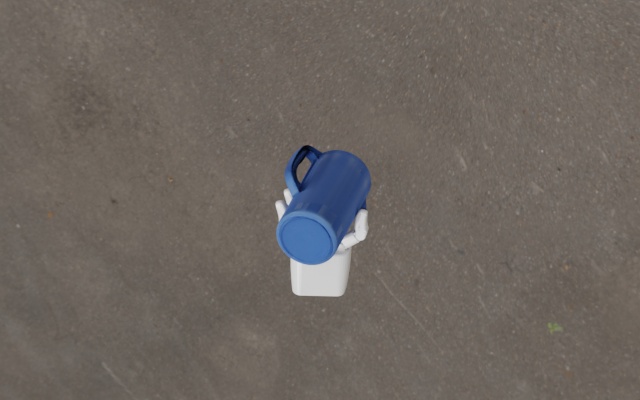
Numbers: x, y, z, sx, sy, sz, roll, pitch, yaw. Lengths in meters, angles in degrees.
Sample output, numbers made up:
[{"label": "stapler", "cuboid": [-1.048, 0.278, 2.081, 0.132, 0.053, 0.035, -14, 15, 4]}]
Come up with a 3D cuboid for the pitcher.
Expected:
[{"label": "pitcher", "cuboid": [0.000, 0.003, 0.885, 0.149, 0.145, 0.242, 11, 30, 12]}]
